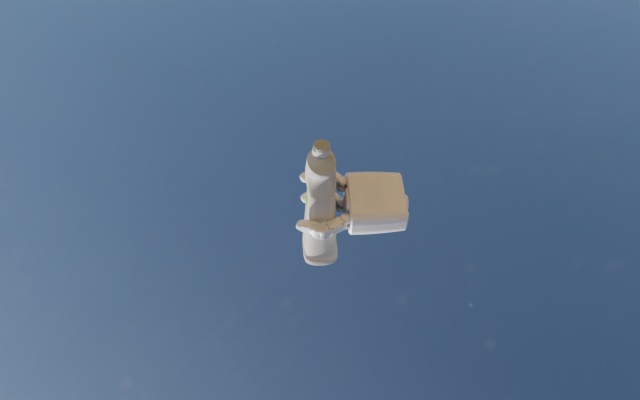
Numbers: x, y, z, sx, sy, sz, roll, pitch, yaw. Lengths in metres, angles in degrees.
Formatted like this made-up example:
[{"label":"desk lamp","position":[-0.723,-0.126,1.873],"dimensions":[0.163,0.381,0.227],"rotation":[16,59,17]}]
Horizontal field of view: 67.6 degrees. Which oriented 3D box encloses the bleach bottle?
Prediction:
[{"label":"bleach bottle","position":[0.000,0.003,0.875],"dimensions":[0.068,0.251,0.102],"rotation":[-3,44,-4]}]
